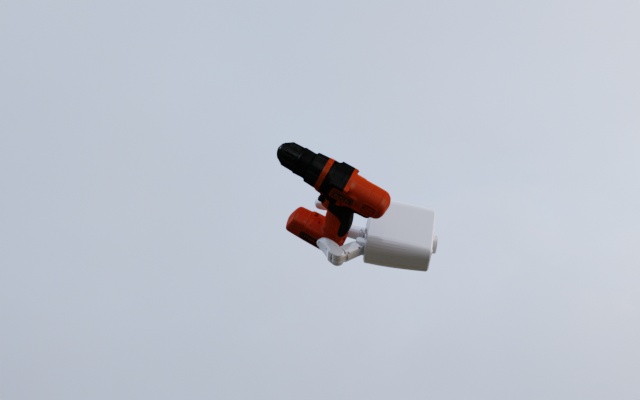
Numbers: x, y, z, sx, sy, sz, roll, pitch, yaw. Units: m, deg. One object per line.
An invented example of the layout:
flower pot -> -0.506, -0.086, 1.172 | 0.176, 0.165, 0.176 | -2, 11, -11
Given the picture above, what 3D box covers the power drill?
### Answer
power drill -> 0.000, 0.003, 0.760 | 0.184, 0.057, 0.188 | 30, -33, 2
